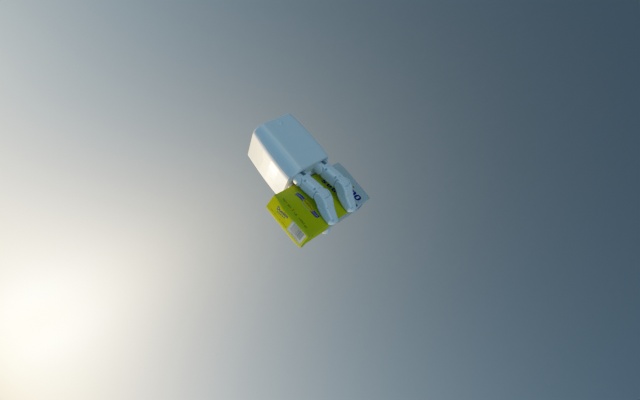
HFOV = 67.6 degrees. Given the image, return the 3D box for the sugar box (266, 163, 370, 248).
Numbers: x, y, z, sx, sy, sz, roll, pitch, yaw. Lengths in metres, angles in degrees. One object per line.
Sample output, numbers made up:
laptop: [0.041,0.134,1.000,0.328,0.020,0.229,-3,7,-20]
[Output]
sugar box: [0.000,0.002,0.832,0.176,0.093,0.048,-32,-12,-42]
